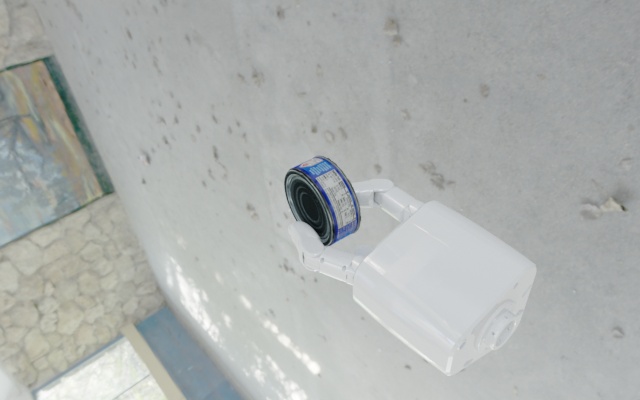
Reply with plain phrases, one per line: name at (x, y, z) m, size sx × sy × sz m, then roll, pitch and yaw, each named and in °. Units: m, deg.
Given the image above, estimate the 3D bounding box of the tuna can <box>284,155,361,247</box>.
tuna can at (0.000, 0.002, 0.469) m, size 0.033 × 0.086 × 0.086 m, roll -27°, pitch 12°, yaw -25°
